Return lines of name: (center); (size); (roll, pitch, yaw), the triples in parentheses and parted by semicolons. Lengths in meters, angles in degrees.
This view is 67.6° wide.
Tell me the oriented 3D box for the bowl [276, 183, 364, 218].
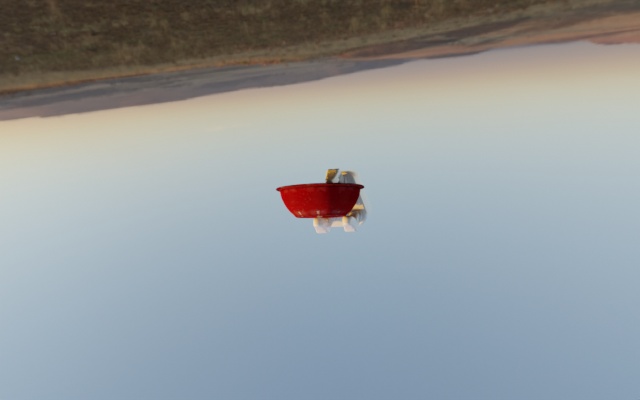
bowl: (0.000, 0.003, 0.866); (0.162, 0.055, 0.162); (-2, -4, 0)
